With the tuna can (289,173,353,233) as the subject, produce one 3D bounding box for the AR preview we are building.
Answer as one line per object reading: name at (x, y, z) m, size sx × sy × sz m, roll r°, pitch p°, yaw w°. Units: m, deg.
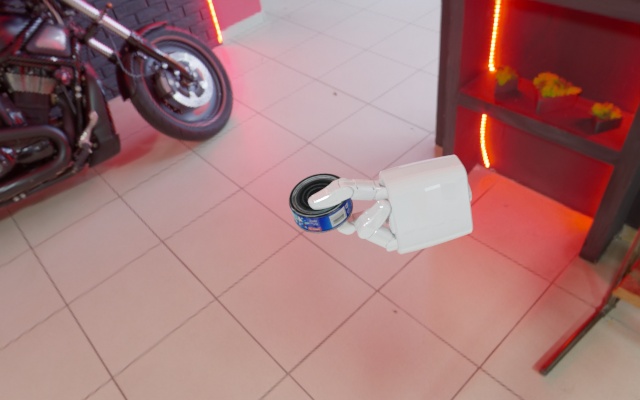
tuna can at (0.000, 0.002, 0.659) m, size 0.086 × 0.086 × 0.034 m, roll 0°, pitch -43°, yaw 18°
